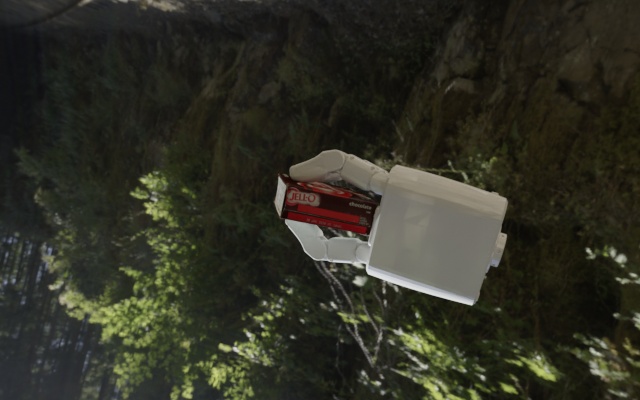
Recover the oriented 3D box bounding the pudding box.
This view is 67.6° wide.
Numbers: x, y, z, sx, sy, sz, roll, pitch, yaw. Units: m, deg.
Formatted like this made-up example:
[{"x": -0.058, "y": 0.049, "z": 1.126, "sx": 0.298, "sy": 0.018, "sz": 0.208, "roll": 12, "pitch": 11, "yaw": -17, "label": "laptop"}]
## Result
[{"x": 0.000, "y": 0.002, "z": 0.495, "sx": 0.090, "sy": 0.039, "sz": 0.113, "roll": 13, "pitch": 4, "yaw": -11, "label": "pudding box"}]
